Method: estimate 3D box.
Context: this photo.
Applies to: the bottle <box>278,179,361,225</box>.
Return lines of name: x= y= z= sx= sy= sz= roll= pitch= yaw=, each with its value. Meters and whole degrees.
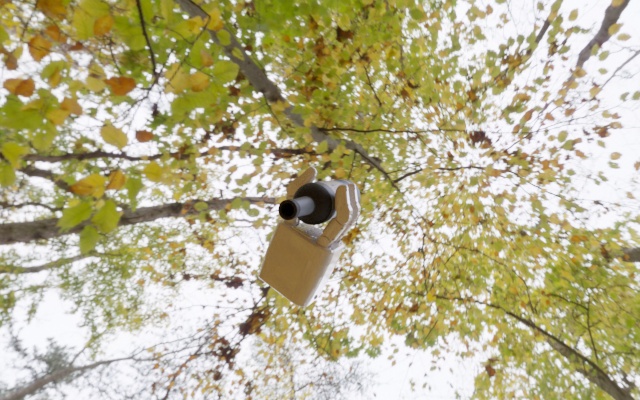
bottle: x=0.000 y=0.002 z=0.774 sx=0.069 sy=0.069 sz=0.295 roll=0 pitch=4 yaw=18
